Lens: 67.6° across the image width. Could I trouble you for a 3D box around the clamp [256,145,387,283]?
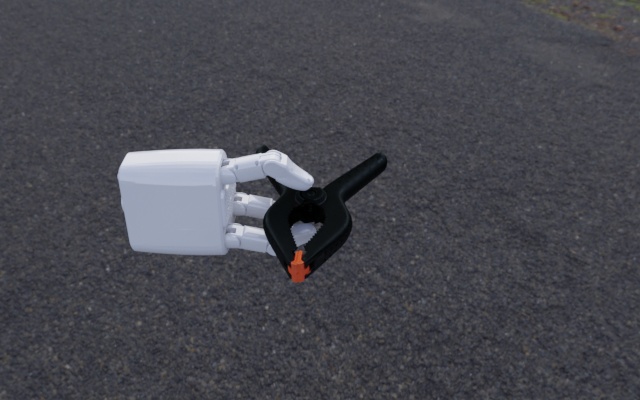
[{"bbox_3d":[0.000,0.001,0.532,0.164,0.036,0.209,-1,40,1],"label":"clamp"}]
